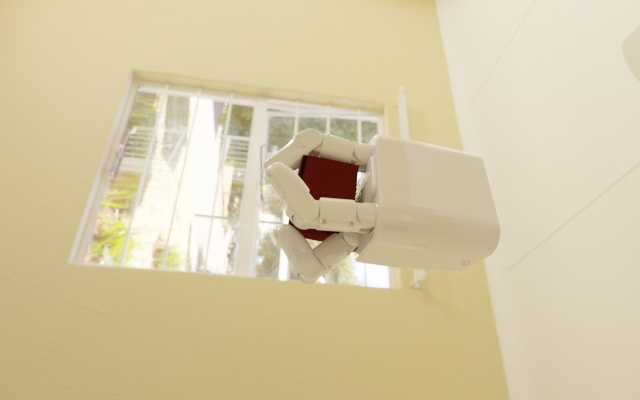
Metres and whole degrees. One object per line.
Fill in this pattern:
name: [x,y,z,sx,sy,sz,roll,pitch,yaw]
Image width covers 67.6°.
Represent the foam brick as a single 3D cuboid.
foam brick: [0.000,0.001,0.445,0.051,0.053,0.078,10,-23,-6]
